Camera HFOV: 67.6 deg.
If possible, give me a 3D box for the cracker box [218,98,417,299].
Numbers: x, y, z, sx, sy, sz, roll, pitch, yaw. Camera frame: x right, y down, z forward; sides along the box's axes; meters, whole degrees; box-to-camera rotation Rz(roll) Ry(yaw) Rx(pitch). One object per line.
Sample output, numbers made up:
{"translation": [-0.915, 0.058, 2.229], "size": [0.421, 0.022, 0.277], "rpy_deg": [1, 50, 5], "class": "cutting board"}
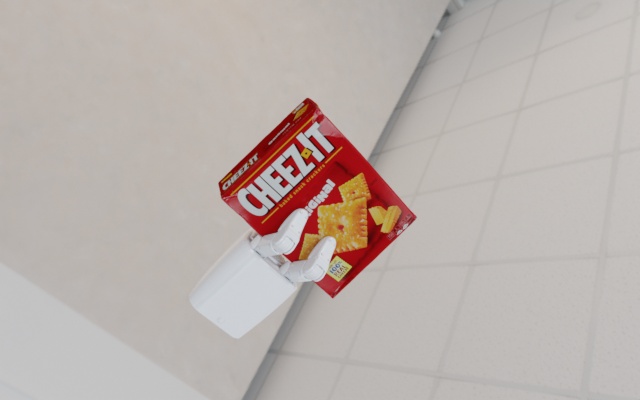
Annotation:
{"translation": [0.000, 0.002, 0.630], "size": [0.214, 0.164, 0.072], "rpy_deg": [45, 4, -24], "class": "cracker box"}
